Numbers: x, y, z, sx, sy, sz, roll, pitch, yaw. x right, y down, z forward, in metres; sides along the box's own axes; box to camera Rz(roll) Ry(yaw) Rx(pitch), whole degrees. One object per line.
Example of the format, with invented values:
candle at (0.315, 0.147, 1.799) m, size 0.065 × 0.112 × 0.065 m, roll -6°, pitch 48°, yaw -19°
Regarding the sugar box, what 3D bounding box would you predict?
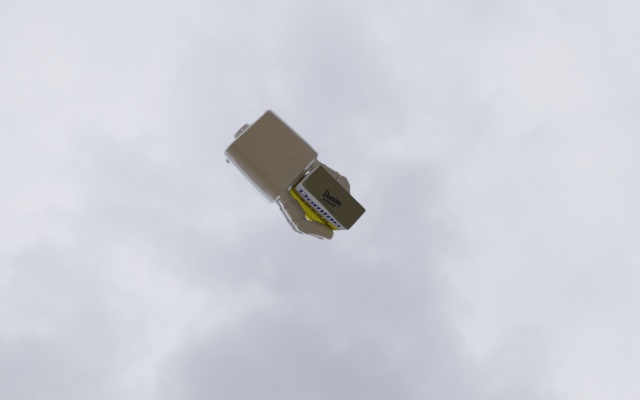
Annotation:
sugar box at (0.000, 0.003, 0.732) m, size 0.093 × 0.048 × 0.176 m, roll 45°, pitch -9°, yaw -5°
